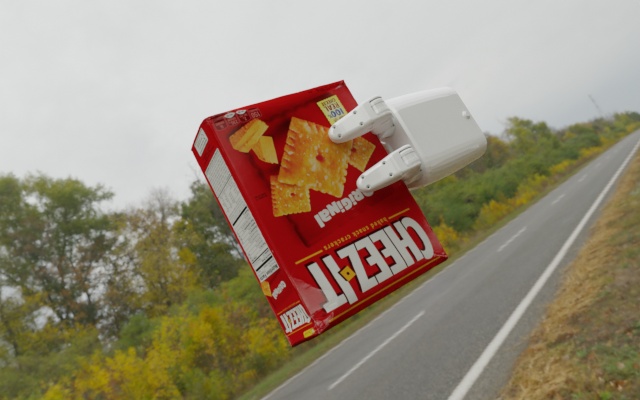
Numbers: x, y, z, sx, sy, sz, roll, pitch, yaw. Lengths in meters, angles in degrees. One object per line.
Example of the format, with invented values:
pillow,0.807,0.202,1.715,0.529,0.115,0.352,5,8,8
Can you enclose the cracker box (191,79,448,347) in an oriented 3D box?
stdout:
cracker box,0.000,0.001,0.458,0.164,0.213,0.072,-22,-13,-32
